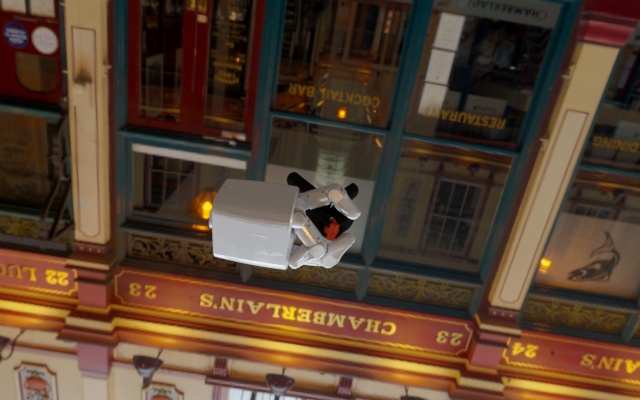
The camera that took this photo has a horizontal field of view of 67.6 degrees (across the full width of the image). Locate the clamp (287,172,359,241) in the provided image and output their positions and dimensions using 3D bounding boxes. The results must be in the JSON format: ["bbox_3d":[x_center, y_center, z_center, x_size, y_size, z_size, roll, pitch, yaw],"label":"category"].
[{"bbox_3d":[0.000,0.003,0.731,0.120,0.039,0.171,9,23,0],"label":"clamp"}]
